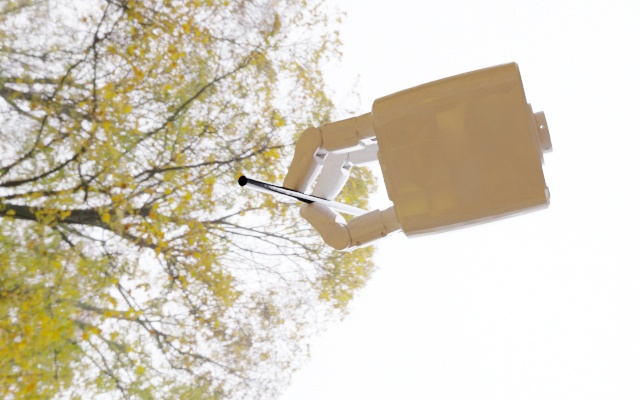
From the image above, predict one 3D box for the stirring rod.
[{"bbox_3d":[0.000,0.001,0.430,0.011,0.011,0.239,0,-7,26],"label":"stirring rod"}]
